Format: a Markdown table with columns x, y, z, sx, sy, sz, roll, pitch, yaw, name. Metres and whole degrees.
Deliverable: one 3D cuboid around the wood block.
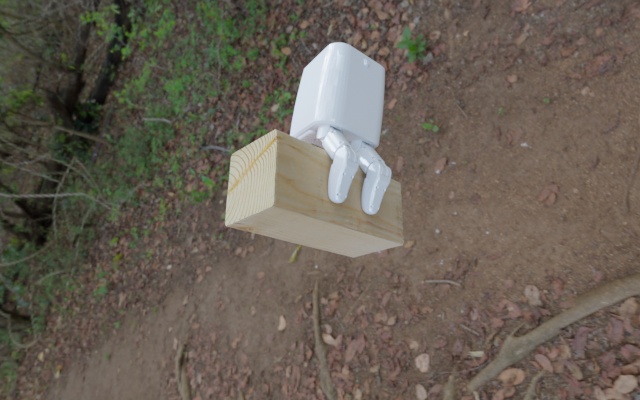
| x | y | z | sx | sy | sz | roll | pitch | yaw | name |
| --- | --- | --- | --- | --- | --- | --- | --- | --- | --- |
| 0.000 | 0.002 | 0.576 | 0.206 | 0.090 | 0.091 | 18 | -27 | -39 | wood block |
